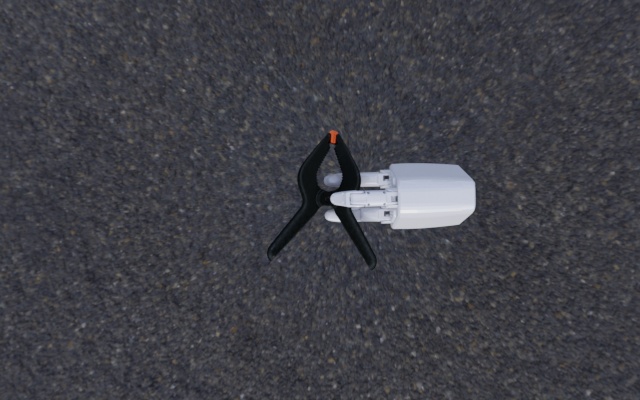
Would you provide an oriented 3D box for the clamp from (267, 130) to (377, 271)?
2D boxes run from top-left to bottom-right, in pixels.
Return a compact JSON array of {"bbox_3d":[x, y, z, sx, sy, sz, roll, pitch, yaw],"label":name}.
[{"bbox_3d":[0.000,0.002,0.712,0.164,0.210,0.036,-2,2,-2],"label":"clamp"}]
